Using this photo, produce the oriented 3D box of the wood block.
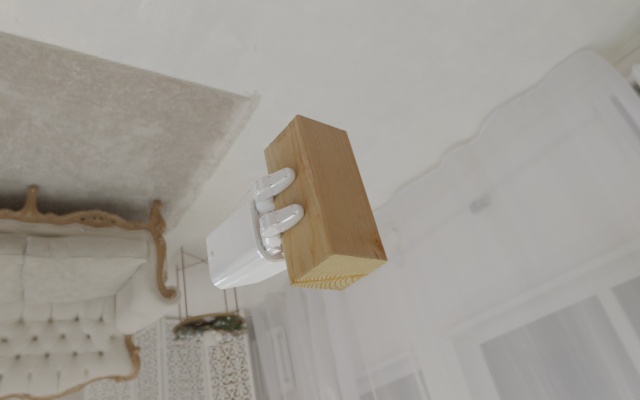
[{"bbox_3d":[0.000,0.002,0.624,0.091,0.206,0.090,13,-40,-38],"label":"wood block"}]
